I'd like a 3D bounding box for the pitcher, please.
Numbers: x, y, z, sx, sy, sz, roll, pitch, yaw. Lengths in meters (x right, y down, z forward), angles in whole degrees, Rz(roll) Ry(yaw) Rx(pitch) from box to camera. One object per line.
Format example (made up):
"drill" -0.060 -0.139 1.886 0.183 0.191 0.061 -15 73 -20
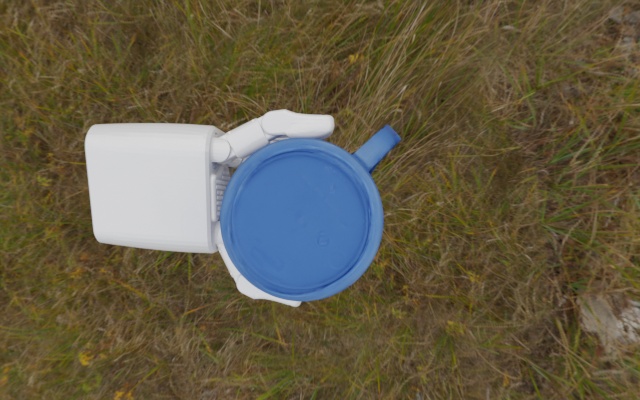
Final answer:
"pitcher" 0.000 0.001 0.422 0.145 0.149 0.243 3 2 2
